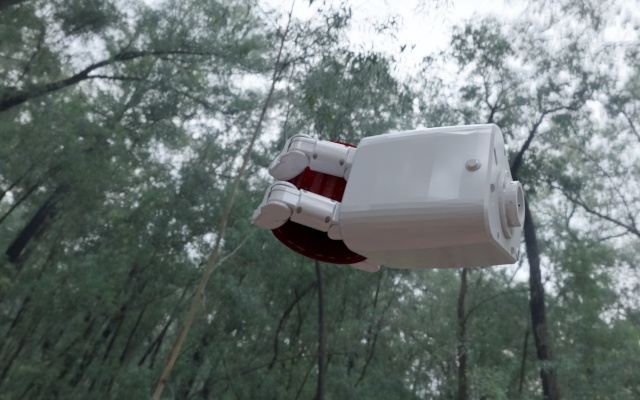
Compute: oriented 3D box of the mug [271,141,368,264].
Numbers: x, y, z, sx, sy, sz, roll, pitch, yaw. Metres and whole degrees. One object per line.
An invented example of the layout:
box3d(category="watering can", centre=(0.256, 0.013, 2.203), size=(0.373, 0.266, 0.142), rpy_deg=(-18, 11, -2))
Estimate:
box3d(category="mug", centre=(-0.001, 0.001, 0.443), size=(0.117, 0.081, 0.093), rpy_deg=(-3, -36, 32))
